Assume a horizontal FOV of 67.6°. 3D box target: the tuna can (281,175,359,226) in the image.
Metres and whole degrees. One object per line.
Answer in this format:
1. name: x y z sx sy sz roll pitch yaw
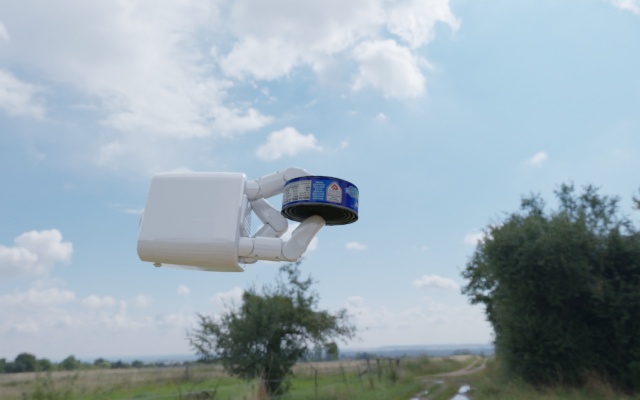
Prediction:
1. tuna can: 0.000 0.001 0.528 0.086 0.033 0.086 4 -17 1
